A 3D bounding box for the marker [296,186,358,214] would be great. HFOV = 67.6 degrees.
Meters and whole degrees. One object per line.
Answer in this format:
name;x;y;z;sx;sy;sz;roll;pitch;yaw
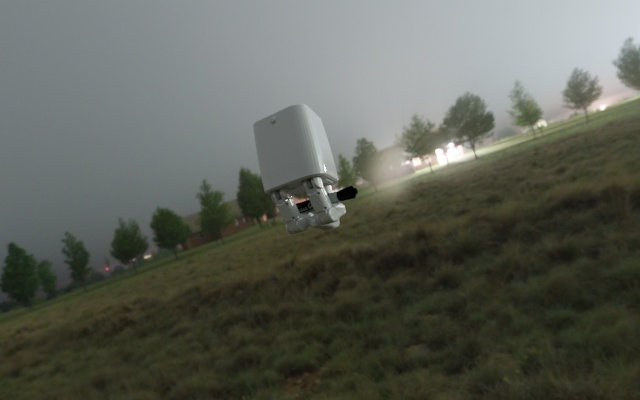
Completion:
marker;0.000;0.002;0.702;0.121;0.020;0.020;-18;-9;29
